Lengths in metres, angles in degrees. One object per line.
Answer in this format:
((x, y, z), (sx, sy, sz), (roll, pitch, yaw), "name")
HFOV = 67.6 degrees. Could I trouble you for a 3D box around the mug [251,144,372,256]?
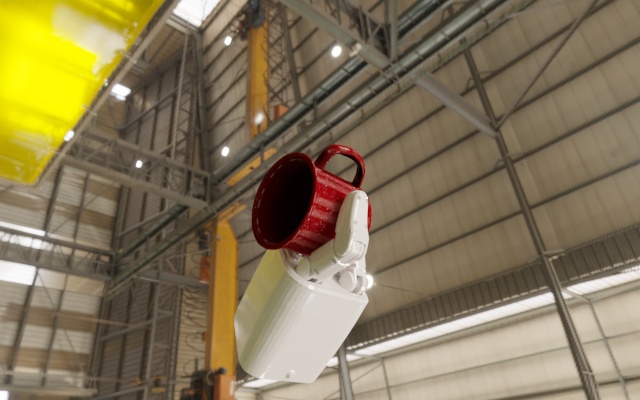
((0.001, 0.000, 0.453), (0.081, 0.117, 0.093), (23, 13, -37), "mug")
